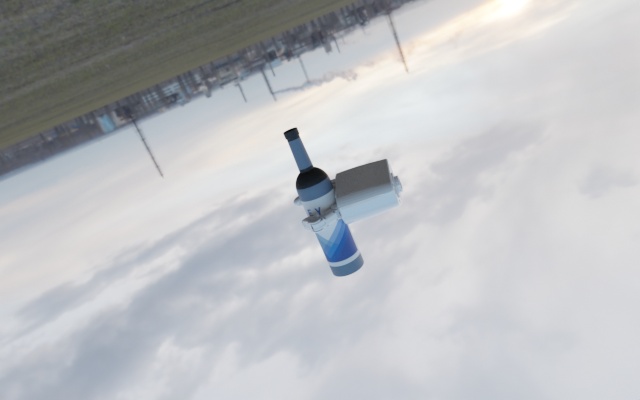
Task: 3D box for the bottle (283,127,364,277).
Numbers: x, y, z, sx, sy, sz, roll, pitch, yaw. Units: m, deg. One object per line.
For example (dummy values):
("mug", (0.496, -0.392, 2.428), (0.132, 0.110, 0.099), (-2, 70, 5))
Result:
("bottle", (0.000, 0.003, 0.900), (0.069, 0.296, 0.069), (-21, 17, 7))
